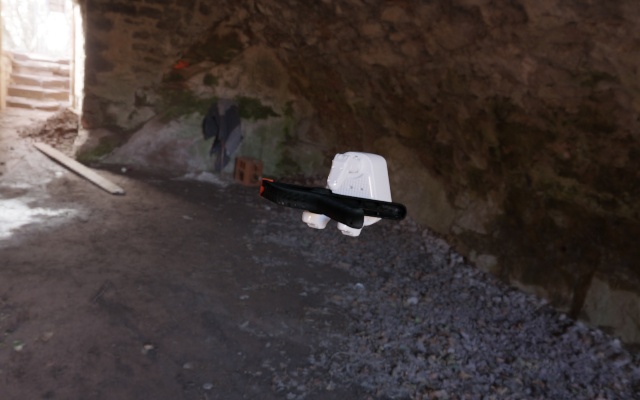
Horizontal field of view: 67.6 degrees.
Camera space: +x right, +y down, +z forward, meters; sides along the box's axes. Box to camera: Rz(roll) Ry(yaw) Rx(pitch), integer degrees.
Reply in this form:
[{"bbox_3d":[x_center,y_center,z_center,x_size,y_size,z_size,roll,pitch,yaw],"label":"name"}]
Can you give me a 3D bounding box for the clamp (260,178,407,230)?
[{"bbox_3d":[0.000,0.001,0.654,0.210,0.036,0.164,12,7,21],"label":"clamp"}]
